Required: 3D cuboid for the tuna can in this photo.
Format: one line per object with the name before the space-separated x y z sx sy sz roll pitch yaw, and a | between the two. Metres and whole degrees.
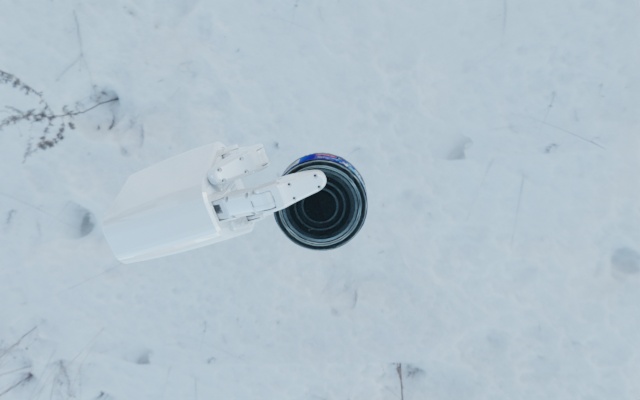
tuna can | 0.000 0.002 0.432 0.086 0.086 0.033 0 14 3
